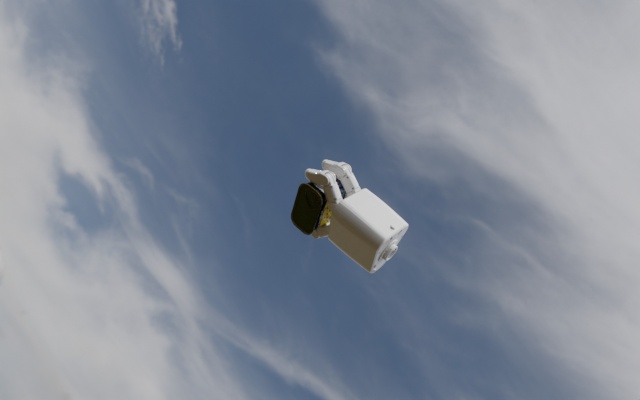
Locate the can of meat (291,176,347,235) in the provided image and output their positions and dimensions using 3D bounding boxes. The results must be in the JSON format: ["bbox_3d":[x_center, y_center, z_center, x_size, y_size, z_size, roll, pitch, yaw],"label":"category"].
[{"bbox_3d":[0.000,0.003,0.891,0.057,0.102,0.084,38,42,24],"label":"can of meat"}]
